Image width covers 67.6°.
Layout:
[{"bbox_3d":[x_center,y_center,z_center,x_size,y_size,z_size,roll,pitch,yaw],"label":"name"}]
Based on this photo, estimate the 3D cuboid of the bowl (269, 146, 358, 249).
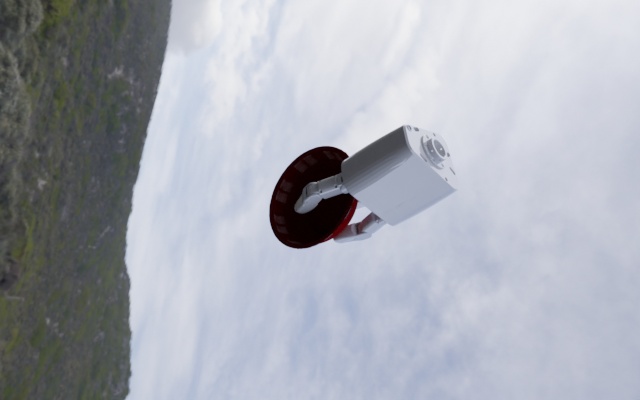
[{"bbox_3d":[-0.001,0.003,0.712,0.162,0.162,0.055,0,-22,40],"label":"bowl"}]
